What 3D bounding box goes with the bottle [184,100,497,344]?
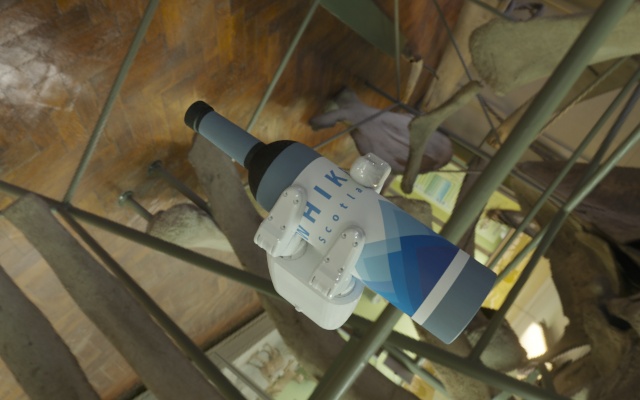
[{"bbox_3d":[0.000,0.001,0.403,0.295,0.069,0.069,35,10,15],"label":"bottle"}]
